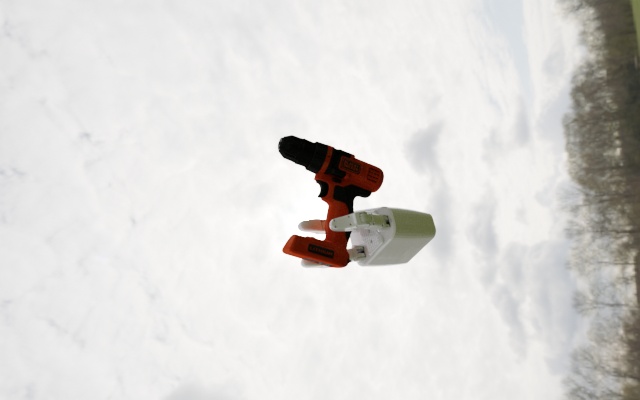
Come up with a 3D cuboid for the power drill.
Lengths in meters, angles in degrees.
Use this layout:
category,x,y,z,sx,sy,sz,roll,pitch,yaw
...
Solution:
category,x,y,z,sx,sy,sz,roll,pitch,yaw
power drill,0.000,0.003,0.757,0.184,0.187,0.057,19,-12,-14
